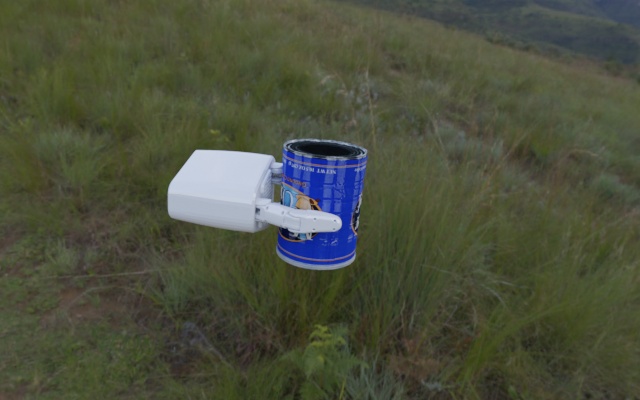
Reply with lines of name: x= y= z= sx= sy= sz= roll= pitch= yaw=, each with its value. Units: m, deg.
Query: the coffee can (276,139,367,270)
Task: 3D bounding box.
coffee can: x=0.000 y=0.002 z=0.598 sx=0.103 sy=0.140 sz=0.102 roll=5 pitch=18 yaw=-2
